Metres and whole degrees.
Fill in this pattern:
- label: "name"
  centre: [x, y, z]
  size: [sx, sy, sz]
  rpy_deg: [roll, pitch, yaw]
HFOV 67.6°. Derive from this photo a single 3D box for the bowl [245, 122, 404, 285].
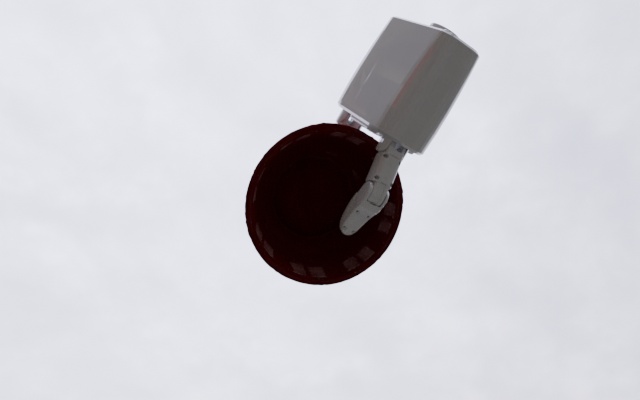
- label: "bowl"
  centre: [-0.001, 0.003, 0.489]
  size: [0.162, 0.162, 0.055]
  rpy_deg: [0, 10, -17]
